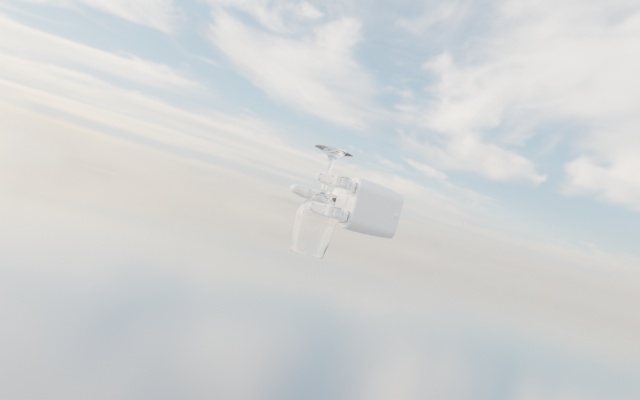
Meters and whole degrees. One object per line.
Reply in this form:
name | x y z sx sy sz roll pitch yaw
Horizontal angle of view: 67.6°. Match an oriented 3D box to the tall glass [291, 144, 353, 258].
tall glass | 0.000 0.002 0.887 0.079 0.201 0.079 15 -3 1
